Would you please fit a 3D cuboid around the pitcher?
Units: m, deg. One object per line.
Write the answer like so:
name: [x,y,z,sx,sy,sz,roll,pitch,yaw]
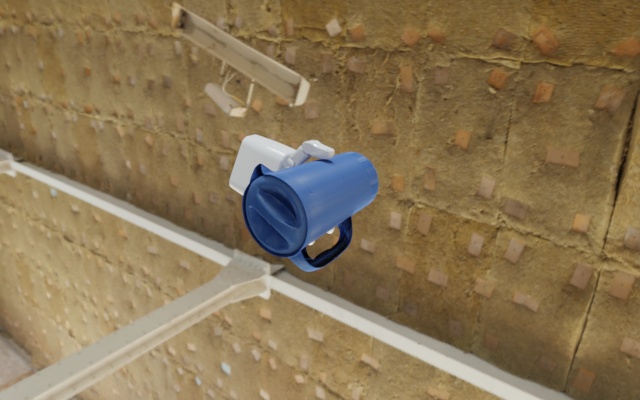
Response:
pitcher: [0.000,0.003,0.810,0.145,0.149,0.242,25,30,29]
